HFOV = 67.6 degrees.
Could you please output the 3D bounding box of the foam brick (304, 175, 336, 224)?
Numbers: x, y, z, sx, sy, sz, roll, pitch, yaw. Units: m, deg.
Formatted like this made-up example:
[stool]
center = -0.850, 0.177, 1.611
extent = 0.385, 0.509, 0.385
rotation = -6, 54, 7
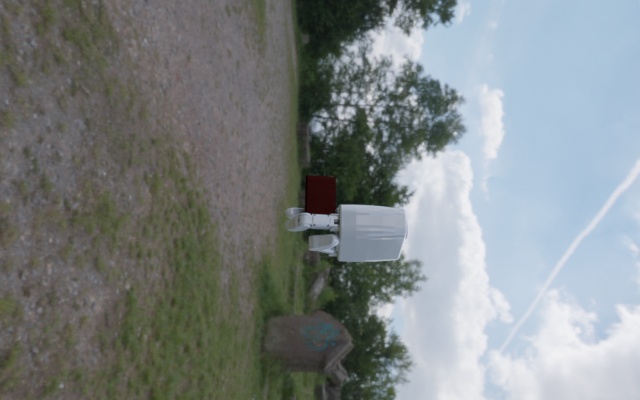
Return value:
[foam brick]
center = 0.000, 0.002, 0.808
extent = 0.051, 0.078, 0.053
rotation = 1, -17, 1
